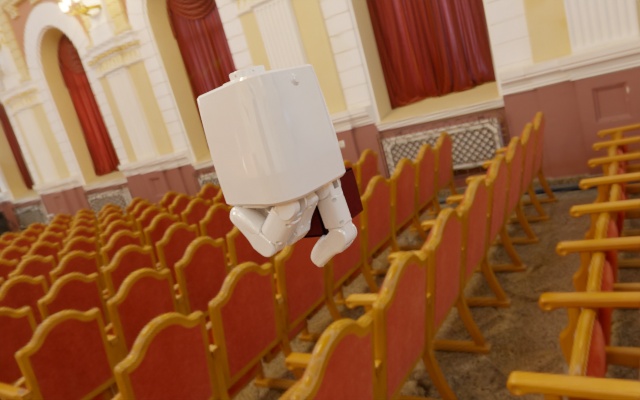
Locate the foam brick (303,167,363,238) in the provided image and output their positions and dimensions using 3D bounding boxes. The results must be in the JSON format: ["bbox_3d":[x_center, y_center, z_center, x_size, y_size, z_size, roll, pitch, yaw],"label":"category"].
[{"bbox_3d":[0.000,0.002,0.500,0.053,0.051,0.078,-8,14,37],"label":"foam brick"}]
